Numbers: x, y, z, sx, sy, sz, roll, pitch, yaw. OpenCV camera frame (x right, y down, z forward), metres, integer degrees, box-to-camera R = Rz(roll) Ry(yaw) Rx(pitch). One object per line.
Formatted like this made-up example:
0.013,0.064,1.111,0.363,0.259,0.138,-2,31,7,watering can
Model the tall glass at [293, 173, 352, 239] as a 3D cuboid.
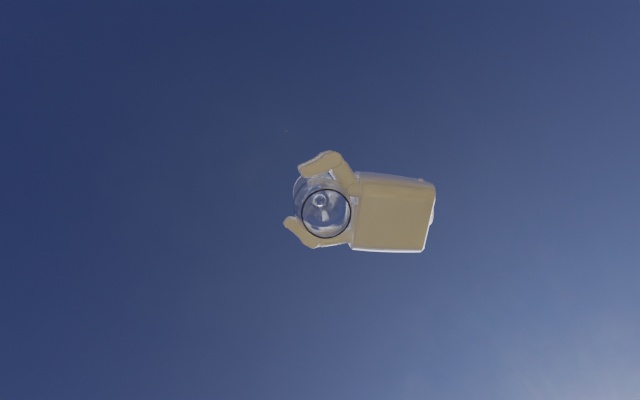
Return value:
0.000,0.002,0.676,0.079,0.079,0.201,0,8,-4,tall glass
